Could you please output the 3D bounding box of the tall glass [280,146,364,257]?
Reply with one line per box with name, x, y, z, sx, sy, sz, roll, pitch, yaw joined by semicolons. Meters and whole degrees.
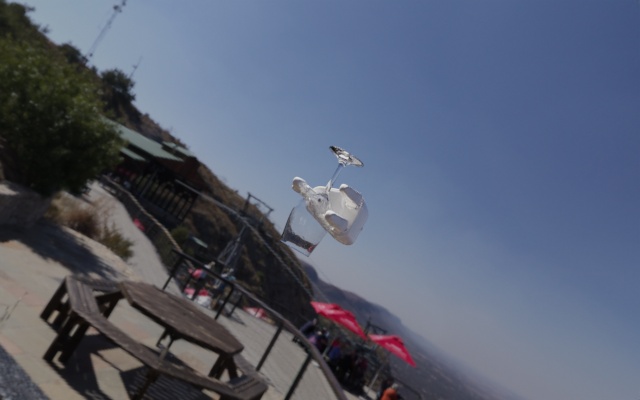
tall glass;0.000;0.002;0.888;0.079;0.201;0.079;29;-7;4
